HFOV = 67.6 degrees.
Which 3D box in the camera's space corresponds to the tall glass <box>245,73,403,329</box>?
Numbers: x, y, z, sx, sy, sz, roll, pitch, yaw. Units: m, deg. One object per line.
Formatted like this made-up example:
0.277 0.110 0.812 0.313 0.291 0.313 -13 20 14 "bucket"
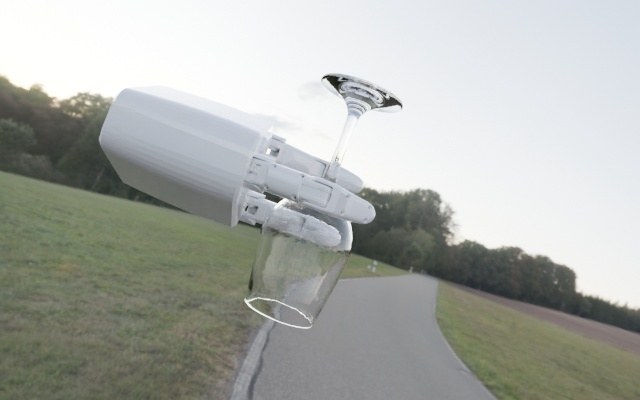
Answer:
0.000 0.001 0.403 0.079 0.201 0.079 20 -2 1 "tall glass"
